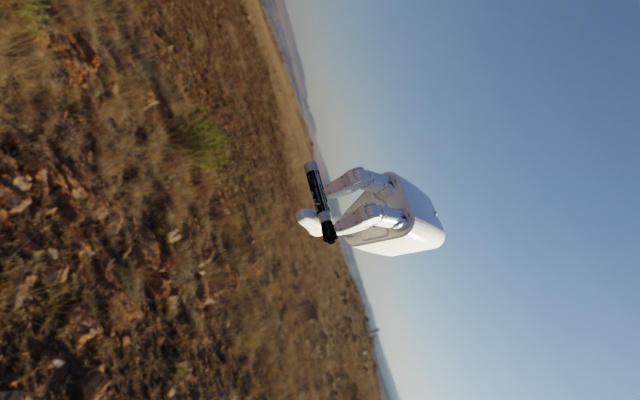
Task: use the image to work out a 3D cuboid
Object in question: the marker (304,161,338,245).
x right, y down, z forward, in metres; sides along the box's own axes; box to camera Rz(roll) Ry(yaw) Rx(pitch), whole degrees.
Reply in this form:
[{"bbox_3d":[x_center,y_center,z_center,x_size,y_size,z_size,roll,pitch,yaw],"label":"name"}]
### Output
[{"bbox_3d":[0.000,0.002,0.621,0.020,0.121,0.020,-12,-29,-7],"label":"marker"}]
